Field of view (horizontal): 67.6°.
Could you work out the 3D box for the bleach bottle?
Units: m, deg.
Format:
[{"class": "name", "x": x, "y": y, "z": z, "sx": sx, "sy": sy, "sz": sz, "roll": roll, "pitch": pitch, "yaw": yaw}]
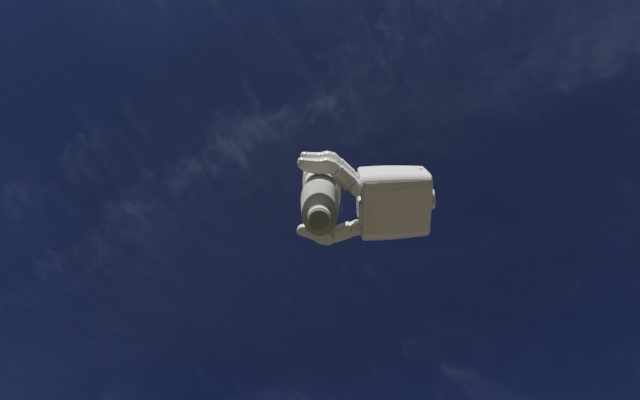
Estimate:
[{"class": "bleach bottle", "x": 0.000, "y": 0.002, "z": 0.747, "sx": 0.068, "sy": 0.102, "sz": 0.250, "roll": -2, "pitch": 15, "yaw": 1}]
